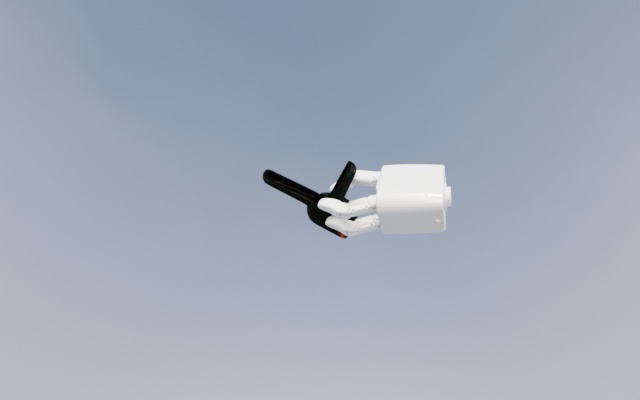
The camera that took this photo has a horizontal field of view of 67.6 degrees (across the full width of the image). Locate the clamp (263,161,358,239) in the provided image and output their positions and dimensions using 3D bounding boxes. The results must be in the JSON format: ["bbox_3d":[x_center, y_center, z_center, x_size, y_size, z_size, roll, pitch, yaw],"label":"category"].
[{"bbox_3d":[0.001,0.002,0.846,0.164,0.036,0.210,1,-34,18],"label":"clamp"}]
